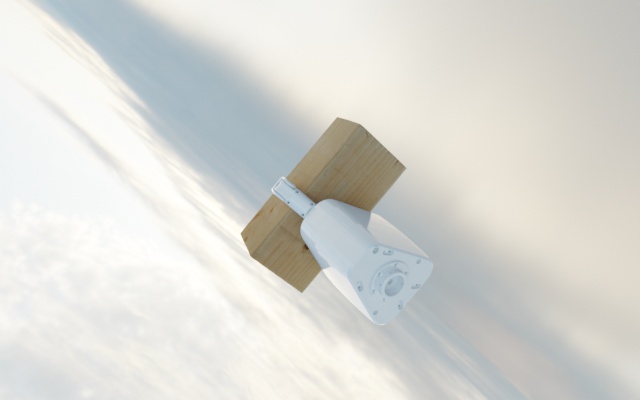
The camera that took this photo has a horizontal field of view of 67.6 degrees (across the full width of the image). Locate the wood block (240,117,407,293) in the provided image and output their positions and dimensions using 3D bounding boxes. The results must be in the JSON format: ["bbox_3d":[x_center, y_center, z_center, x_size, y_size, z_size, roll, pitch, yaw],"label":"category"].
[{"bbox_3d":[0.000,0.002,0.622,0.091,0.206,0.090,40,1,-23],"label":"wood block"}]
